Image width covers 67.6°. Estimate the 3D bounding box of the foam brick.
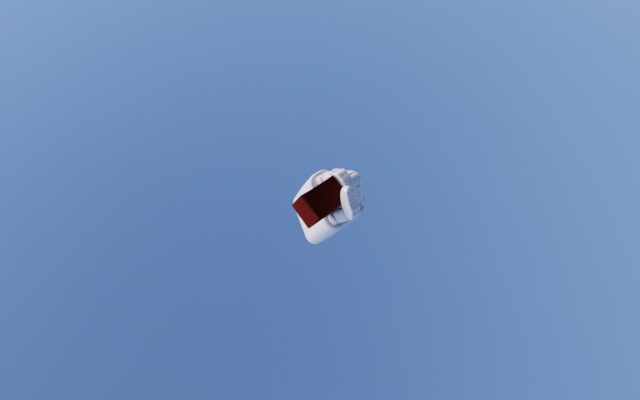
[{"bbox_3d":[0.000,0.003,0.824,0.078,0.053,0.051,-33,-4,-32],"label":"foam brick"}]
